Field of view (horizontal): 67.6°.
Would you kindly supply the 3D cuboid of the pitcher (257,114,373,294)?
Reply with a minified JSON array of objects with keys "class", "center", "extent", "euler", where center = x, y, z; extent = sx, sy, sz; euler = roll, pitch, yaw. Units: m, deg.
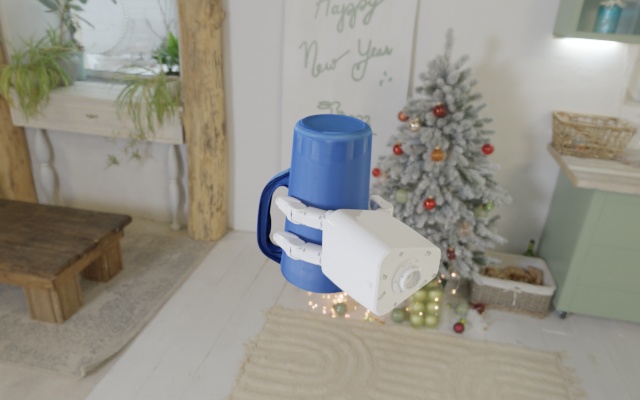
[{"class":"pitcher","center":[0.000,0.002,0.700],"extent":[0.149,0.243,0.145],"euler":[-13,30,-31]}]
